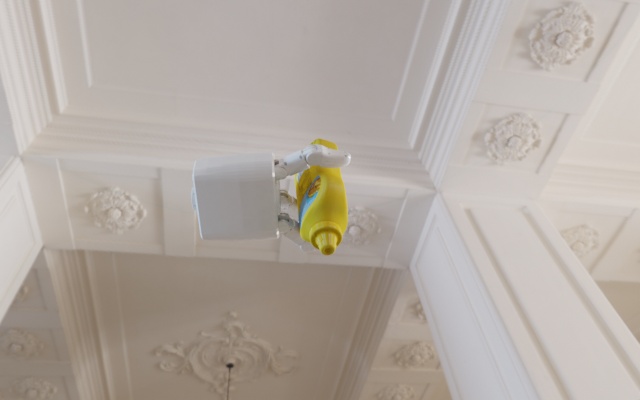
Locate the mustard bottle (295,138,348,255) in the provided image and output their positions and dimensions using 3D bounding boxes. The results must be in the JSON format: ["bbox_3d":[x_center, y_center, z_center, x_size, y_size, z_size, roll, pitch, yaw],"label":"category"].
[{"bbox_3d":[0.000,0.002,0.650,0.058,0.096,0.191,17,34,-18],"label":"mustard bottle"}]
